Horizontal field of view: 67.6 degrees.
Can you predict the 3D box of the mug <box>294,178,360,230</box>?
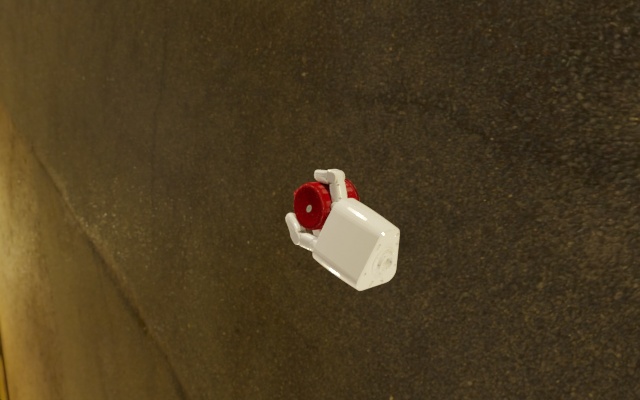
[{"bbox_3d":[-0.001,0.002,0.841,0.081,0.093,0.117,-7,28,-43],"label":"mug"}]
